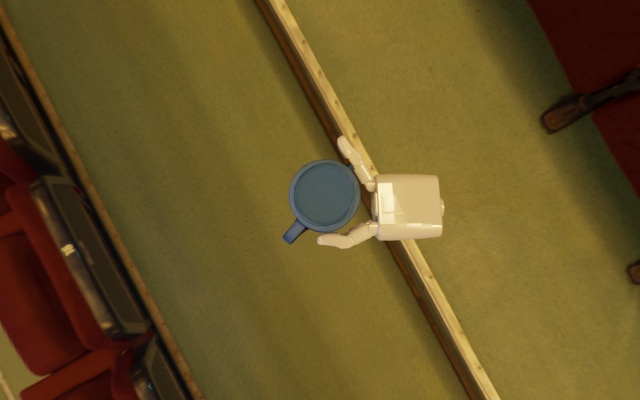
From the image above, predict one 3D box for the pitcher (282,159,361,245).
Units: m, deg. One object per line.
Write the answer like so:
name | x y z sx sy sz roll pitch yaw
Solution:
pitcher | 0.000 0.003 0.818 0.145 0.149 0.243 -2 -1 1
